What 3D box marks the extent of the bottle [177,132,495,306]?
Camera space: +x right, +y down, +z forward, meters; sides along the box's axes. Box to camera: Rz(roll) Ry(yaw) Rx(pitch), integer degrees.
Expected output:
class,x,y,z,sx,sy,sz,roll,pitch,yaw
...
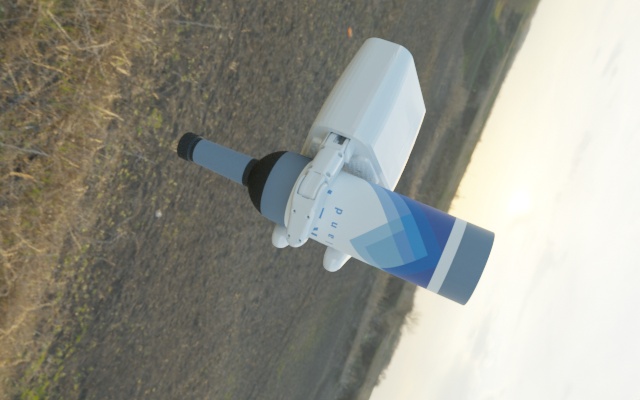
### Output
class,x,y,z,sx,sy,sz,roll,pitch,yaw
bottle,0.000,0.002,0.430,0.295,0.069,0.069,23,6,14
